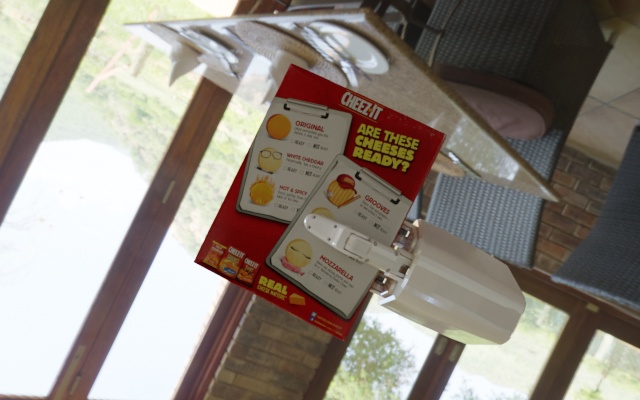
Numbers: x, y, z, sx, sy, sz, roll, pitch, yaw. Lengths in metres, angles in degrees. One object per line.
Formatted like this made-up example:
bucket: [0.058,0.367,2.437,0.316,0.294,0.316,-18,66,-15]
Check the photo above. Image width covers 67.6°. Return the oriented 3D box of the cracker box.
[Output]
cracker box: [0.000,0.002,0.474,0.164,0.213,0.072,26,0,5]
